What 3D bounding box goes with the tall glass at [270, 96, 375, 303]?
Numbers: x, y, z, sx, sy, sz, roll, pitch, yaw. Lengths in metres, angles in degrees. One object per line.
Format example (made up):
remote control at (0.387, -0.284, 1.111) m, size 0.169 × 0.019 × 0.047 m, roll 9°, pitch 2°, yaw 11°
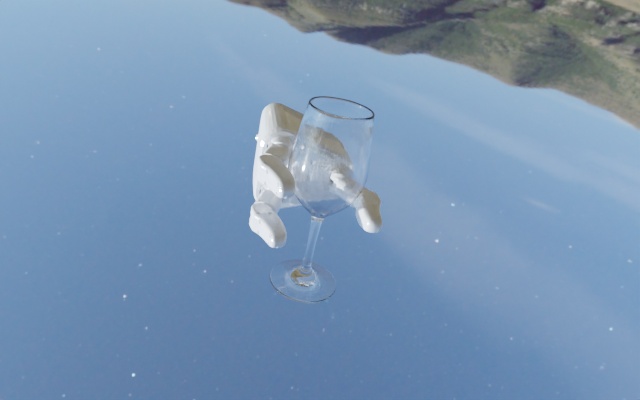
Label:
tall glass at (0.000, 0.002, 0.480) m, size 0.079 × 0.201 × 0.079 m, roll 10°, pitch 27°, yaw -5°
